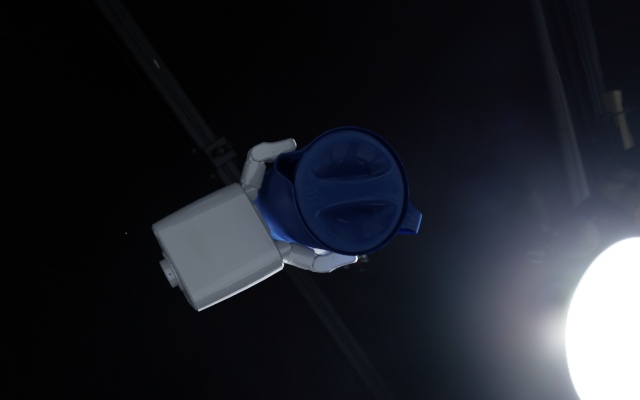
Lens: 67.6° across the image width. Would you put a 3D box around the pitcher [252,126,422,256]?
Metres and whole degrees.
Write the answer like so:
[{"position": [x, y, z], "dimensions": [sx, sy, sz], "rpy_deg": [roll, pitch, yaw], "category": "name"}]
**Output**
[{"position": [0.000, 0.002, 0.596], "dimensions": [0.145, 0.149, 0.243], "rpy_deg": [-27, 7, -22], "category": "pitcher"}]
